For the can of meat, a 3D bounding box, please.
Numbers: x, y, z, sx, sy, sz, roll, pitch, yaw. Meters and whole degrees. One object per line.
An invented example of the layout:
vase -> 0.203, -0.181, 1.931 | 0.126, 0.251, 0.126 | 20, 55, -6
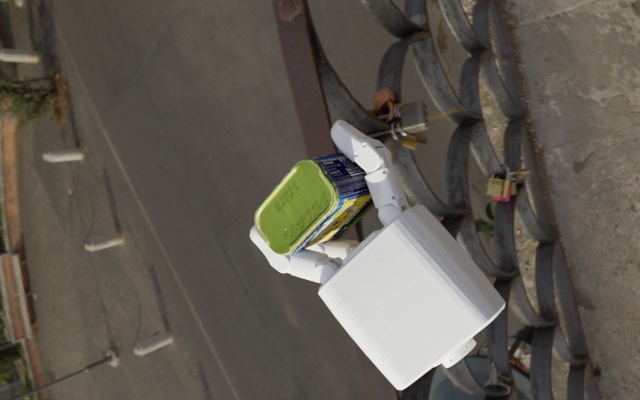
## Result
can of meat -> 0.000, 0.001, 0.436 | 0.084, 0.057, 0.102 | -16, -25, -52
